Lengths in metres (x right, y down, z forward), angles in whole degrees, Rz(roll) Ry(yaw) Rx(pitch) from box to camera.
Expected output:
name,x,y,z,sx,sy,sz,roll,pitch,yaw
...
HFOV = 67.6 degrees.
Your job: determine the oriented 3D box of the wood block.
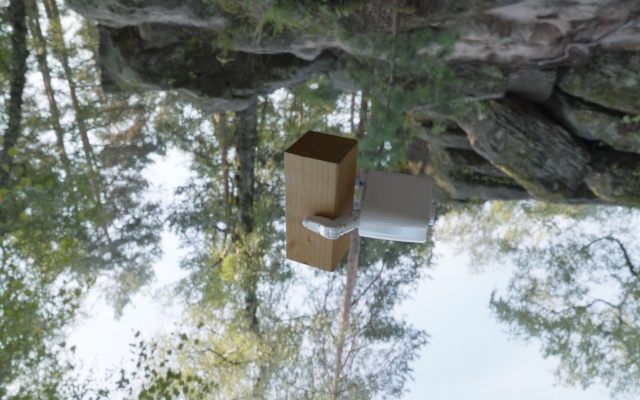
name,x,y,z,sx,sy,sz,roll,pitch,yaw
wood block,0.000,0.003,0.784,0.090,0.206,0.090,14,34,19
